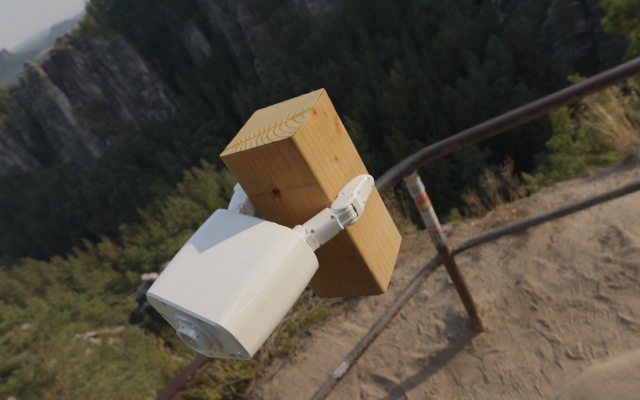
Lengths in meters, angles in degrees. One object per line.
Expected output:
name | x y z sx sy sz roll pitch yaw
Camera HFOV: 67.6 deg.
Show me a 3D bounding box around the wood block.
wood block | 0.000 0.002 0.509 0.091 0.206 0.090 -10 35 32
